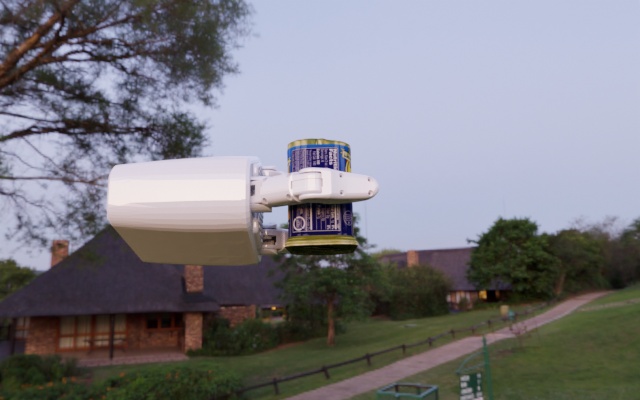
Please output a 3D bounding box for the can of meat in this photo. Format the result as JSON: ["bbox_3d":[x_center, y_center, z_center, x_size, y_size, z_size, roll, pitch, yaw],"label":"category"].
[{"bbox_3d":[0.000,0.001,0.408,0.057,0.084,0.102,-2,-11,1],"label":"can of meat"}]
